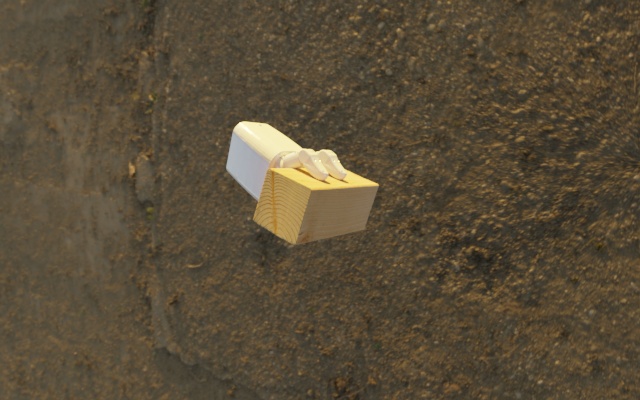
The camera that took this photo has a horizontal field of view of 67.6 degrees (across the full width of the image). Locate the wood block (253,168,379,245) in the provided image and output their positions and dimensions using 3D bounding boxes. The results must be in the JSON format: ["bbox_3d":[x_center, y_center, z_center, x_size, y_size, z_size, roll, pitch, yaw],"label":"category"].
[{"bbox_3d":[0.000,0.003,0.784,0.090,0.091,0.206,27,18,30],"label":"wood block"}]
